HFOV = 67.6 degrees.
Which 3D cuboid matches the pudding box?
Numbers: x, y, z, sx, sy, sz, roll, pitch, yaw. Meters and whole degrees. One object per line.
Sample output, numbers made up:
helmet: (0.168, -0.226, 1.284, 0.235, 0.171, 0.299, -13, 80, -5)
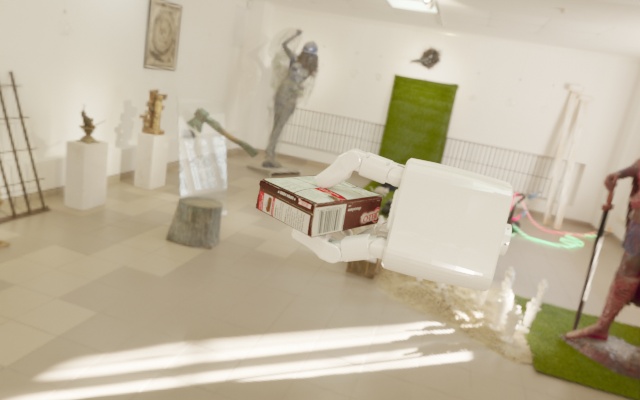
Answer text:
pudding box: (0.000, 0.002, 0.531, 0.090, 0.039, 0.113, 23, 19, 40)
